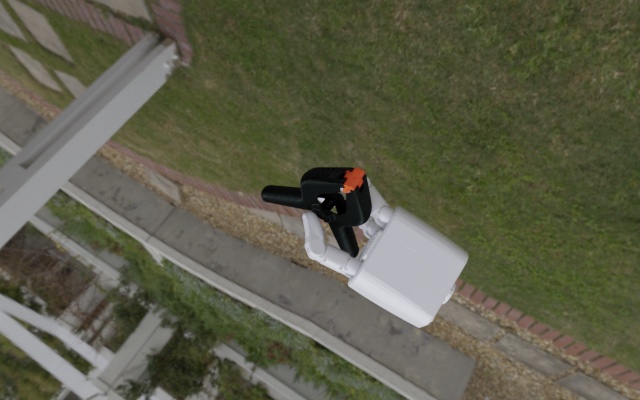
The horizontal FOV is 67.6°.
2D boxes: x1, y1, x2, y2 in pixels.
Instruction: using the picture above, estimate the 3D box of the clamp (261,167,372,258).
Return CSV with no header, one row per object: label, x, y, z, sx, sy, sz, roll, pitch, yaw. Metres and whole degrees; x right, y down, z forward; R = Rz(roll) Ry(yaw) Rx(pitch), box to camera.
clamp,0.000,0.003,0.607,0.164,0.036,0.210,32,-24,2
